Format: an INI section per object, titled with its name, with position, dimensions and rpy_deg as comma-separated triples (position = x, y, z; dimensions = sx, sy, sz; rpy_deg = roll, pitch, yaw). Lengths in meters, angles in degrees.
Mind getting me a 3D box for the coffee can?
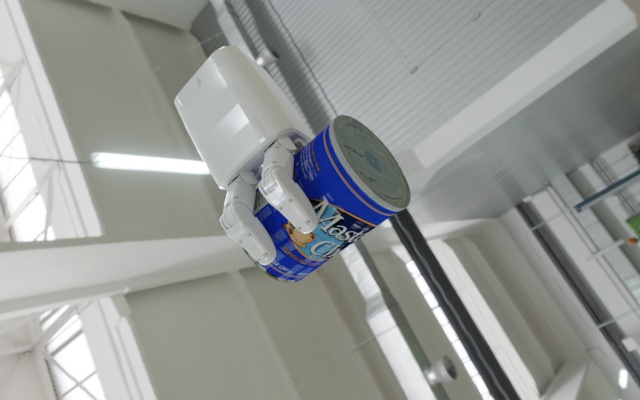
[coffee can]
position = 0.000, 0.002, 0.461
dimensions = 0.140, 0.102, 0.103
rpy_deg = -38, -20, 28
